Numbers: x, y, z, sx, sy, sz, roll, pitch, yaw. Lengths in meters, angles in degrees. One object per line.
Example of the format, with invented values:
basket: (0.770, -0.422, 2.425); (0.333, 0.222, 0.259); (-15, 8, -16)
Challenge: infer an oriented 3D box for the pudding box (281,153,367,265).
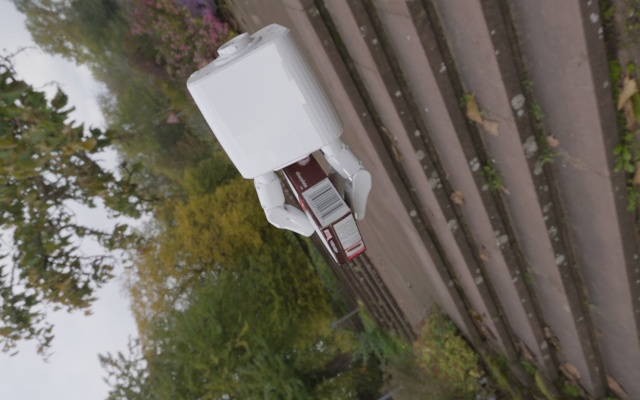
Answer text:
pudding box: (0.000, 0.002, 0.507); (0.039, 0.113, 0.090); (-30, -34, -2)
